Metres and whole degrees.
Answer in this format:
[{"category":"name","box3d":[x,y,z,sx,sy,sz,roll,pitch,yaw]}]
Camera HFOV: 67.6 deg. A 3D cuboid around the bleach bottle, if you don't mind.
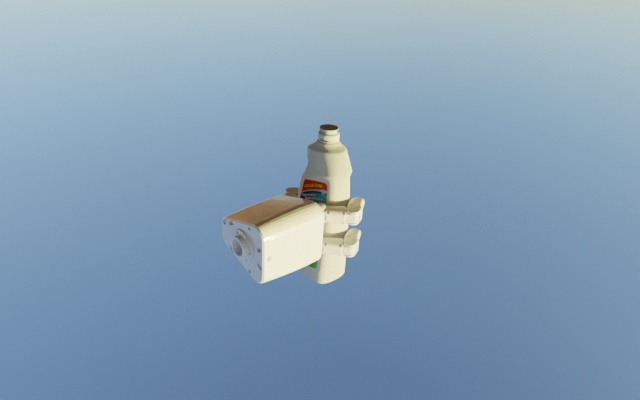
[{"category":"bleach bottle","box3d":[0.000,0.003,0.747,0.068,0.251,0.102,-20,36,-36]}]
